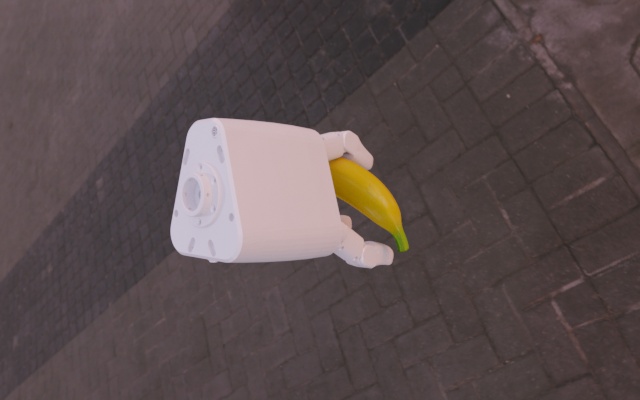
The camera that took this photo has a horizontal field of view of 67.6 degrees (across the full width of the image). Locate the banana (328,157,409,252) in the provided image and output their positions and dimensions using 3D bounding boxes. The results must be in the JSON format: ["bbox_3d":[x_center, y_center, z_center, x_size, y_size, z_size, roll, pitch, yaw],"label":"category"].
[{"bbox_3d":[0.006,-0.014,0.482,0.197,0.070,0.037,26,26,36],"label":"banana"}]
